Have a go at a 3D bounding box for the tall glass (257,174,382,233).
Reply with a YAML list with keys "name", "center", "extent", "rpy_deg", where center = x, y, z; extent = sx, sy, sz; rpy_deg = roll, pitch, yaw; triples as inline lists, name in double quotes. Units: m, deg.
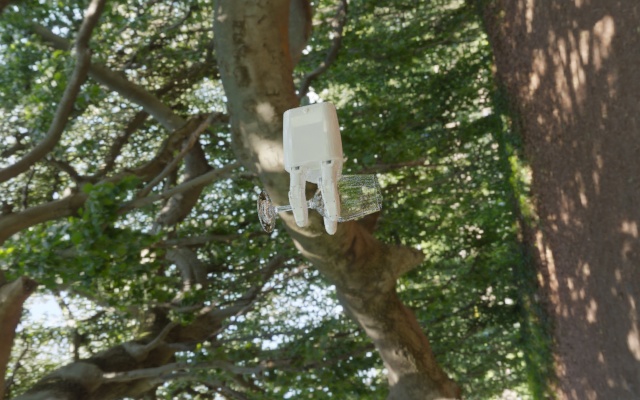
- name: "tall glass"
  center: [-0.001, 0.003, 0.808]
  extent: [0.201, 0.079, 0.079]
  rpy_deg: [-10, -3, 14]
